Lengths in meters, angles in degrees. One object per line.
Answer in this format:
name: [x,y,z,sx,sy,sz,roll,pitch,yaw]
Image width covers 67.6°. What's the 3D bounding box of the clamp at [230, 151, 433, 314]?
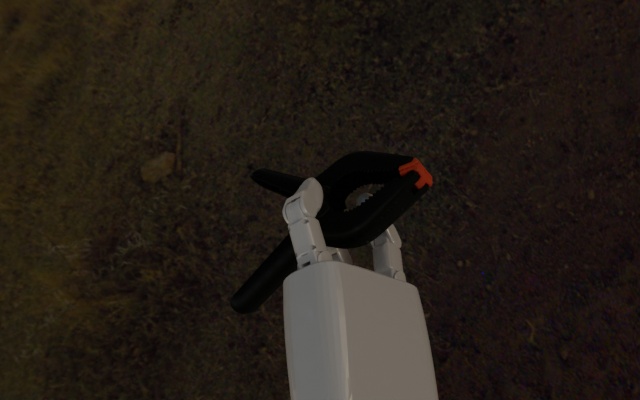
clamp: [0.000,0.001,0.448,0.210,0.164,0.036,-27,-43,25]
